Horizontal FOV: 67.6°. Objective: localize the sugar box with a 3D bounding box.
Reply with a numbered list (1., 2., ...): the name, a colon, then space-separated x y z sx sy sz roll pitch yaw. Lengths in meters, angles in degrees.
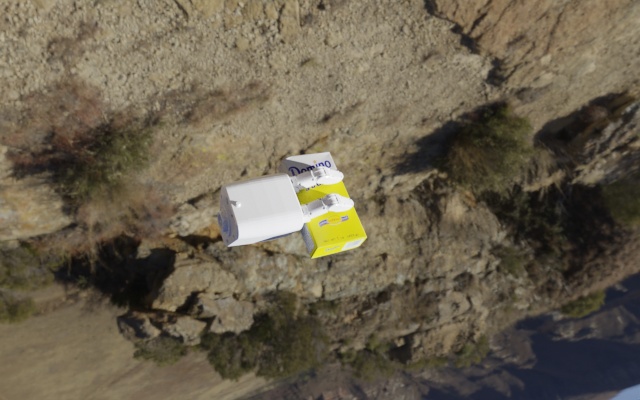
1. sugar box: 0.000 0.002 0.801 0.093 0.176 0.048 -11 -25 -25
